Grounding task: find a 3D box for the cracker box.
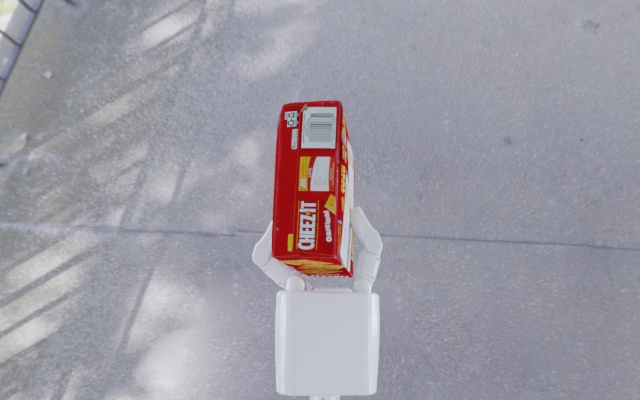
[{"bbox_3d":[0.000,0.002,0.568,0.072,0.164,0.214,0,-14,8],"label":"cracker box"}]
